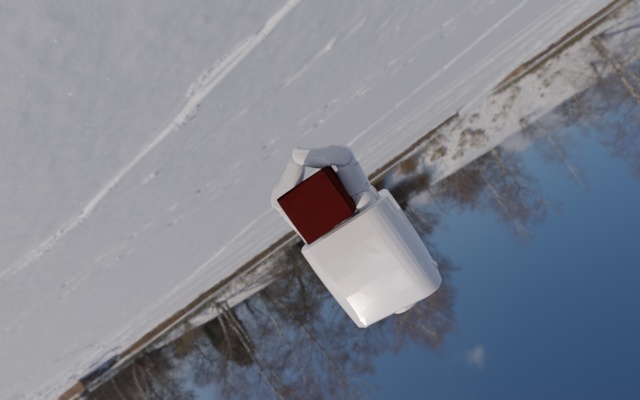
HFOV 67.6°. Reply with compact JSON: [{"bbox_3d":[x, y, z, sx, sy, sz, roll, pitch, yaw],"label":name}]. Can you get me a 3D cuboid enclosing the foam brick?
[{"bbox_3d":[0.000,0.002,0.461,0.053,0.051,0.078,-34,1,10],"label":"foam brick"}]
